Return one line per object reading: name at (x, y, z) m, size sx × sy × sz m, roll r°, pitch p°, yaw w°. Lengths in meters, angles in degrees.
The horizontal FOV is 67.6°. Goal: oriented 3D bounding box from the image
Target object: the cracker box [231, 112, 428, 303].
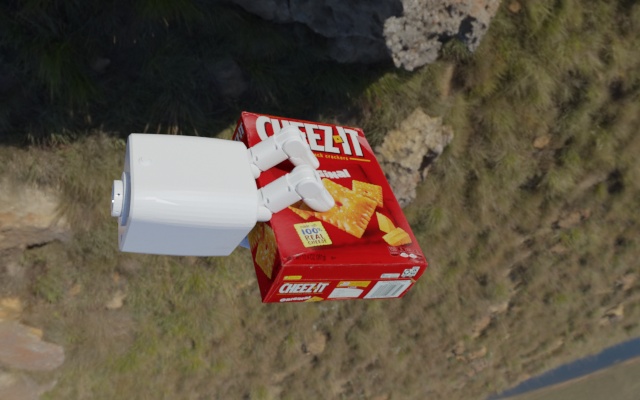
cracker box at (0.000, 0.002, 0.521) m, size 0.164 × 0.213 × 0.072 m, roll 4°, pitch -43°, yaw -28°
